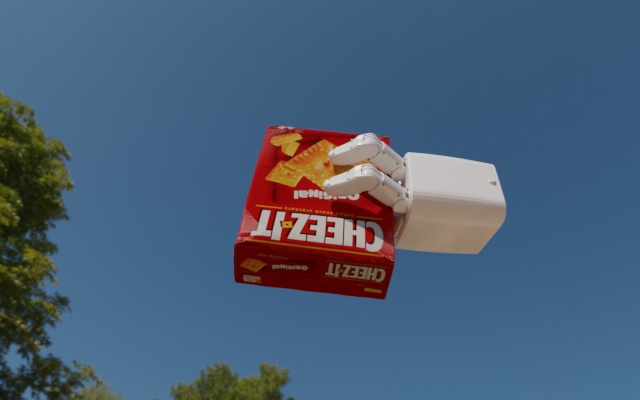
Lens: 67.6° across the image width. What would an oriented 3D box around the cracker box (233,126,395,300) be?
[{"bbox_3d":[0.000,0.002,0.562,0.164,0.072,0.213,6,43,0],"label":"cracker box"}]
